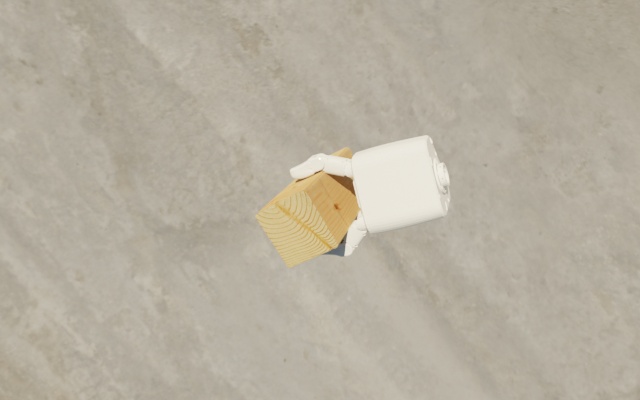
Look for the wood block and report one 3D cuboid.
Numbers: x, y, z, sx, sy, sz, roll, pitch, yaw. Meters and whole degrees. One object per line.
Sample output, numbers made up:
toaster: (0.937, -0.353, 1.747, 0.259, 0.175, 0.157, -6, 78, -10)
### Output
wood block: (0.000, 0.002, 0.724, 0.090, 0.091, 0.206, -26, 11, 27)
